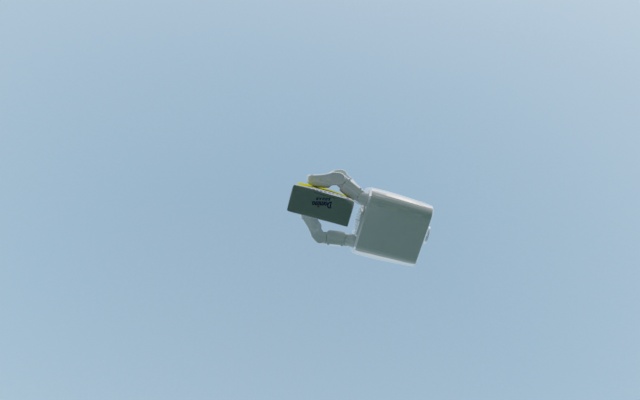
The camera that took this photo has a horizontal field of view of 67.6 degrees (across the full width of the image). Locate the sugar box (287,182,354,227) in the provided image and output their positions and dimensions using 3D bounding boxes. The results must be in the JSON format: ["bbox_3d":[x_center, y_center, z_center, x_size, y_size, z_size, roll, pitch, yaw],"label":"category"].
[{"bbox_3d":[0.000,0.002,0.760,0.093,0.048,0.176,15,1,-2],"label":"sugar box"}]
